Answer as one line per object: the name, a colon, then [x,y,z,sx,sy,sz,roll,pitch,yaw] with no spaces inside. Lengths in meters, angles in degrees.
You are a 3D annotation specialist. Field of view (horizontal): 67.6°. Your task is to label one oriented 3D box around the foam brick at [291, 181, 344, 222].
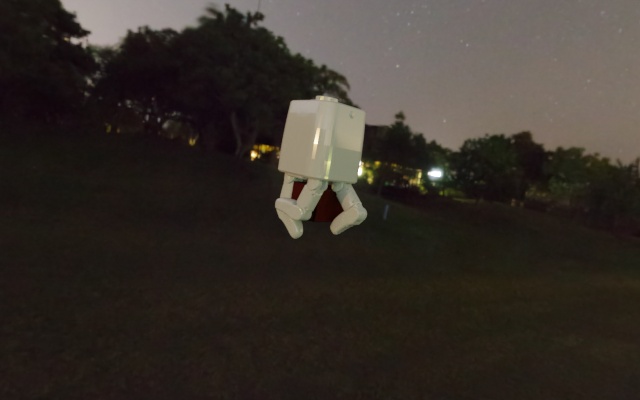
foam brick: [0.000,0.002,0.712,0.053,0.051,0.078,14,7,38]
